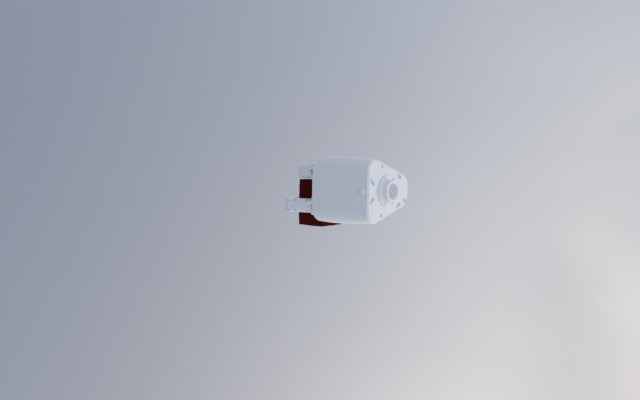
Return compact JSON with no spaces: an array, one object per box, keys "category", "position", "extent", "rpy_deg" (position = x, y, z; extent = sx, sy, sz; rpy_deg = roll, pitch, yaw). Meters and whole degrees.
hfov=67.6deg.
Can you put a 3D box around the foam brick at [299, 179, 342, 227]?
[{"category":"foam brick","position":[0.000,0.003,0.785],"extent":[0.051,0.078,0.053],"rpy_deg":[4,5,42]}]
